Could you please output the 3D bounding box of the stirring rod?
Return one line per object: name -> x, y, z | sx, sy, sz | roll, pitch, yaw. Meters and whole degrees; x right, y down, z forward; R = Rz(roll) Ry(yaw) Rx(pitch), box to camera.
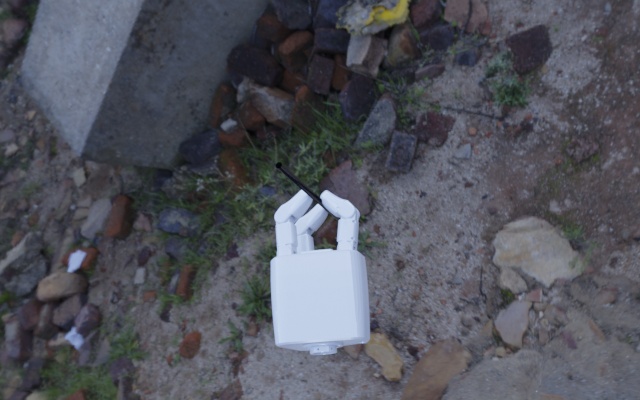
stirring rod -> 0.000, 0.002, 0.634 | 0.011, 0.011, 0.240 | 0, -20, 24
